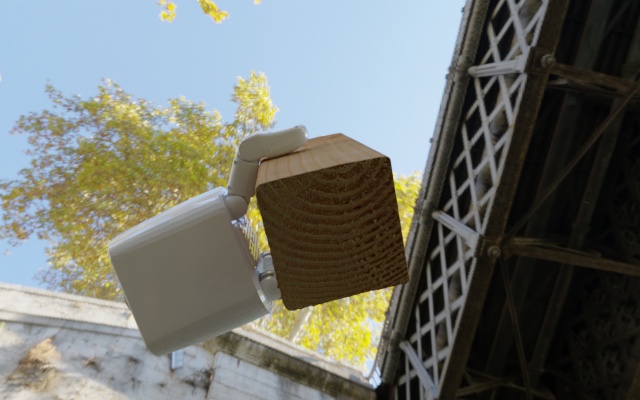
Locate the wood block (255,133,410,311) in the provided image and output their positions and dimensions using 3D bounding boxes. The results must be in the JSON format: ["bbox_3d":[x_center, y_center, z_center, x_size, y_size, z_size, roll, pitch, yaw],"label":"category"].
[{"bbox_3d":[0.000,0.001,0.408,0.090,0.091,0.206,-13,13,-3],"label":"wood block"}]
